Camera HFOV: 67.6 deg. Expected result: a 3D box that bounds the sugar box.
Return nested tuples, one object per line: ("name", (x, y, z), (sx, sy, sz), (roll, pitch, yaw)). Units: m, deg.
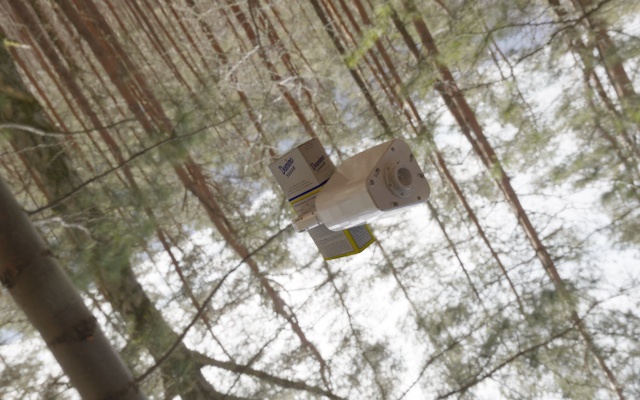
("sugar box", (0.001, 0.002, 0.714), (0.048, 0.176, 0.093), (-32, 6, -37))
